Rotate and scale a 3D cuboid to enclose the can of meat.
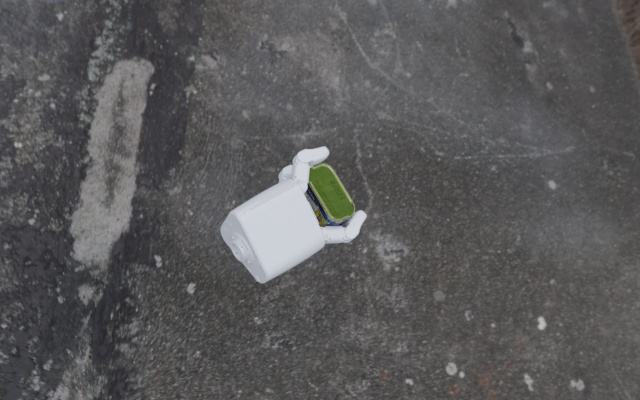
[{"bbox_3d":[0.000,0.002,0.753,0.057,0.102,0.084,-26,-10,-31],"label":"can of meat"}]
